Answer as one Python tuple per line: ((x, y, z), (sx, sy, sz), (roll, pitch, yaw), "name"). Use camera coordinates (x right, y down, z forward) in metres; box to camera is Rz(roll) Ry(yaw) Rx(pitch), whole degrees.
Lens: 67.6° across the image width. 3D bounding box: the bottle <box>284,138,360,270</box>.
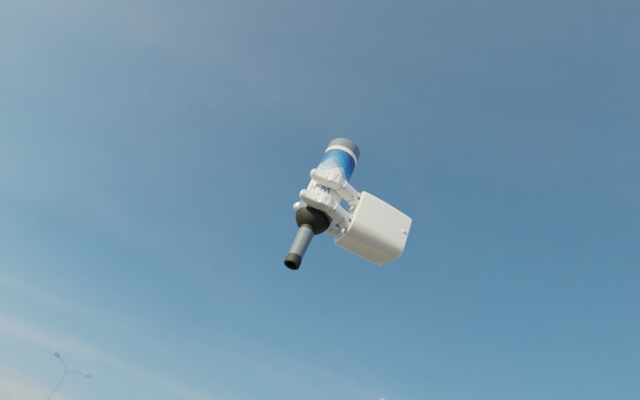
((0.000, 0.003, 0.880), (0.069, 0.295, 0.069), (15, -39, 13), "bottle")
